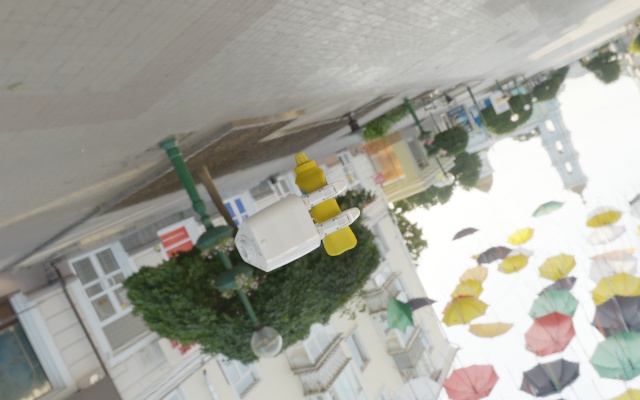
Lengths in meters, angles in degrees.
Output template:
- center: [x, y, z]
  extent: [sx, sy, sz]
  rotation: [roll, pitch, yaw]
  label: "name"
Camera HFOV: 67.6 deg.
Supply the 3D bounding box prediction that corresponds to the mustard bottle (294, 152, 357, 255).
- center: [0.001, 0.003, 0.870]
  extent: [0.058, 0.191, 0.096]
  rotation: [-26, 2, -4]
  label: "mustard bottle"
